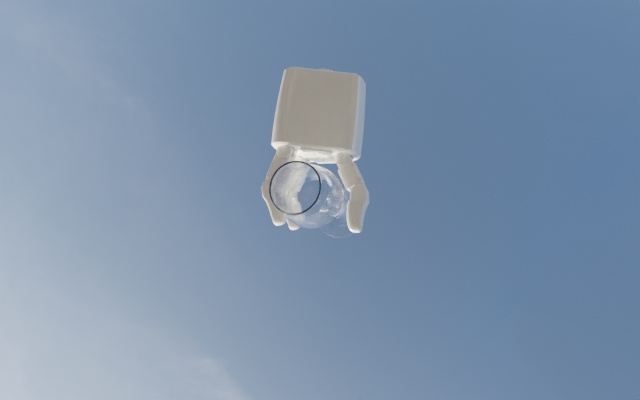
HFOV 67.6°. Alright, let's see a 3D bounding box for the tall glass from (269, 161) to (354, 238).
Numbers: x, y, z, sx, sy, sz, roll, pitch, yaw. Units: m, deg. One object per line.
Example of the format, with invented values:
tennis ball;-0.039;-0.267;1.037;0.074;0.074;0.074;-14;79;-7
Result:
tall glass;0.000;0.002;0.622;0.079;0.079;0.201;0;-9;17
